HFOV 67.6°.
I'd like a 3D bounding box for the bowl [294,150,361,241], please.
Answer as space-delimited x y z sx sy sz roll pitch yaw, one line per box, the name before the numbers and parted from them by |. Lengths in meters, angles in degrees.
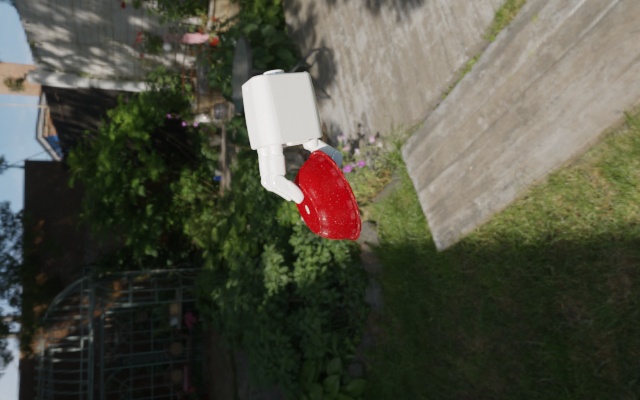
bowl | 0.000 0.004 0.775 0.055 0.162 0.162 -26 9 -19
